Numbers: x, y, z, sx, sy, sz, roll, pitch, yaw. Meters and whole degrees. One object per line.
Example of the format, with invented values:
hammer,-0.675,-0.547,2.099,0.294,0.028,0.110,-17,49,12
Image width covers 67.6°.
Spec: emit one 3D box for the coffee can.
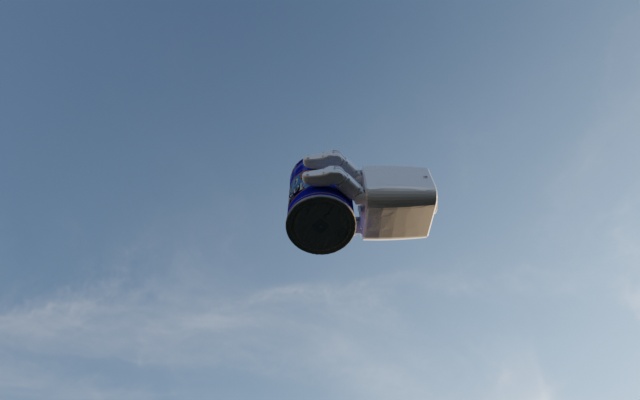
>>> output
coffee can,0.000,0.003,0.749,0.103,0.103,0.140,0,31,0
